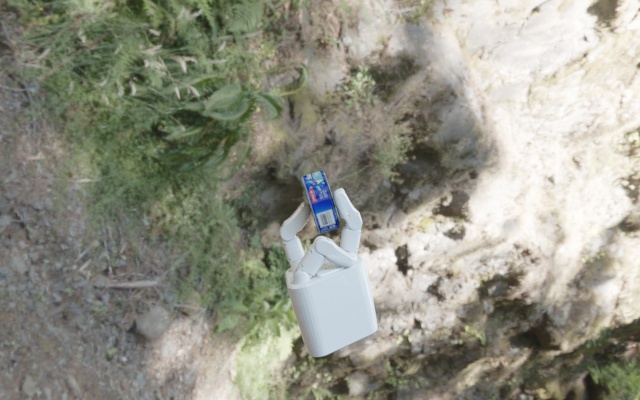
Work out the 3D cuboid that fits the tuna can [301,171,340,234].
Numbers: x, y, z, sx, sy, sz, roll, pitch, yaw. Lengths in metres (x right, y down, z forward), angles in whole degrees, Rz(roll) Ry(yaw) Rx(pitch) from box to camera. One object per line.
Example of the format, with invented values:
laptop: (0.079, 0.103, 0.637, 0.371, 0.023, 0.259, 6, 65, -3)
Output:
tuna can: (0.001, 0.002, 0.673, 0.034, 0.086, 0.086, -17, 0, -1)
